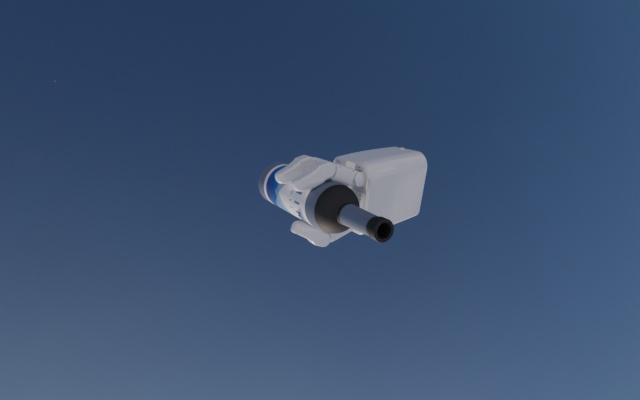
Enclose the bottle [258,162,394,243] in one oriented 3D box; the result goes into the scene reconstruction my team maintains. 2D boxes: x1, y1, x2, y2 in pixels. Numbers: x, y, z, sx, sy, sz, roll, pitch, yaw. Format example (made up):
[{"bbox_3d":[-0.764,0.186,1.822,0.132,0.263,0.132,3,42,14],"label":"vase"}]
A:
[{"bbox_3d":[0.000,0.002,0.648,0.069,0.069,0.295,0,12,-29],"label":"bottle"}]
